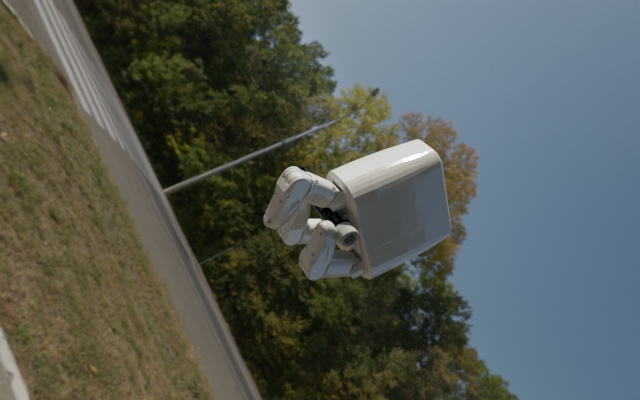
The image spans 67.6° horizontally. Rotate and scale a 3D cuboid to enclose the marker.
[{"bbox_3d":[0.000,0.002,0.475,0.020,0.020,0.121,0,34,-33],"label":"marker"}]
